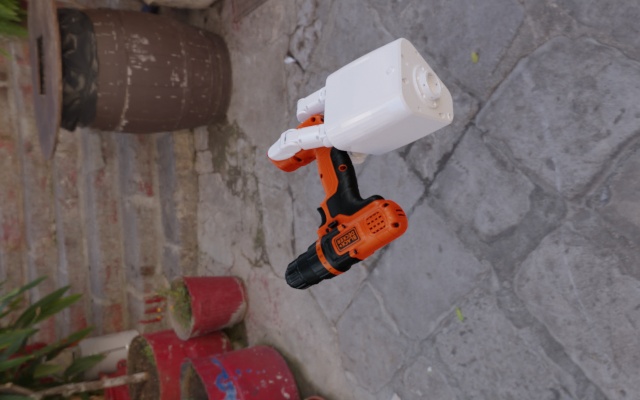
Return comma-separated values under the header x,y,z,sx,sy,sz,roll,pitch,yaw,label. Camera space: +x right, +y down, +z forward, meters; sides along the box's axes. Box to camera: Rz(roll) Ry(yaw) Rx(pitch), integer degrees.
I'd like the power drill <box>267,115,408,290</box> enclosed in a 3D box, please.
x,y,z,sx,sy,sz,roll,pitch,yaw,label
0.000,0.001,0.608,0.184,0.187,0.057,-34,-19,27,power drill
